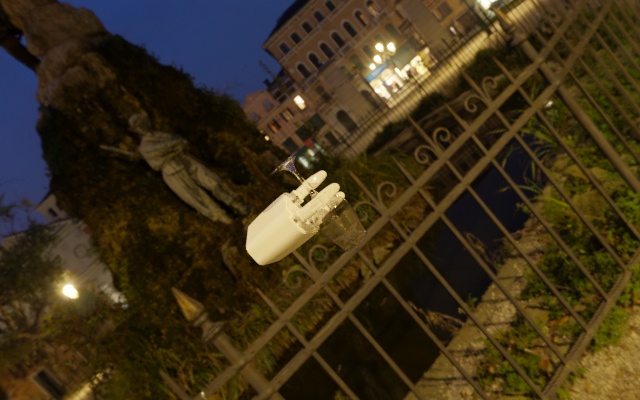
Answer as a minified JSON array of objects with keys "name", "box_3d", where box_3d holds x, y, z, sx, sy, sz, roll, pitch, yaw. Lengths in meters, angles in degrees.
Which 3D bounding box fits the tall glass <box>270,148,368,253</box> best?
[{"name":"tall glass","box_3d":[0.000,0.002,0.886,0.079,0.201,0.079,-41,5,5]}]
